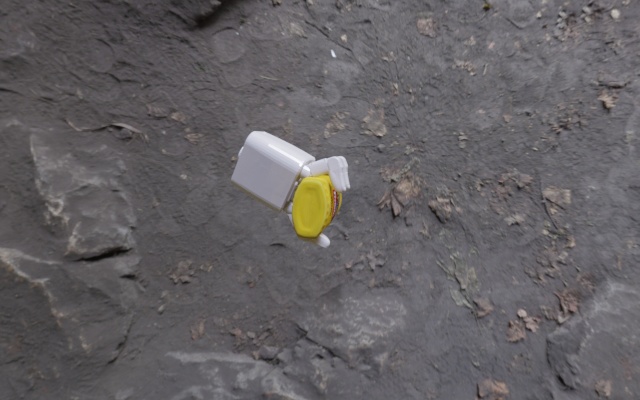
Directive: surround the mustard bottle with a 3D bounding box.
[{"bbox_3d":[0.000,0.003,0.833,0.058,0.096,0.191,6,8,10],"label":"mustard bottle"}]
